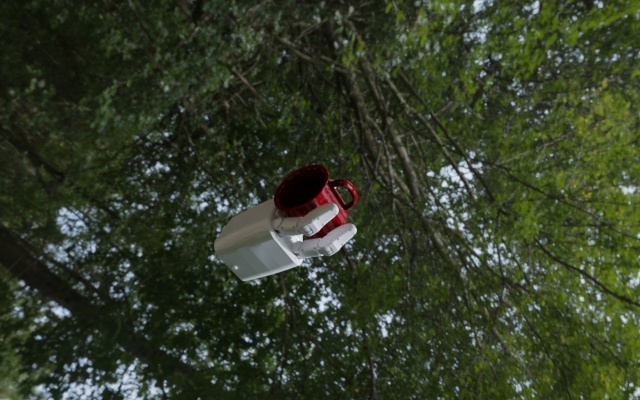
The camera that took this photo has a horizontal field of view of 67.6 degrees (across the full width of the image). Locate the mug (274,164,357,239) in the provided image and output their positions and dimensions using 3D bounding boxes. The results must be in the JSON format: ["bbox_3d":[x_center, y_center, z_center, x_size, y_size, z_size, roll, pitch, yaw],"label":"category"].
[{"bbox_3d":[0.001,0.002,0.719,0.117,0.093,0.081,-20,-52,21],"label":"mug"}]
